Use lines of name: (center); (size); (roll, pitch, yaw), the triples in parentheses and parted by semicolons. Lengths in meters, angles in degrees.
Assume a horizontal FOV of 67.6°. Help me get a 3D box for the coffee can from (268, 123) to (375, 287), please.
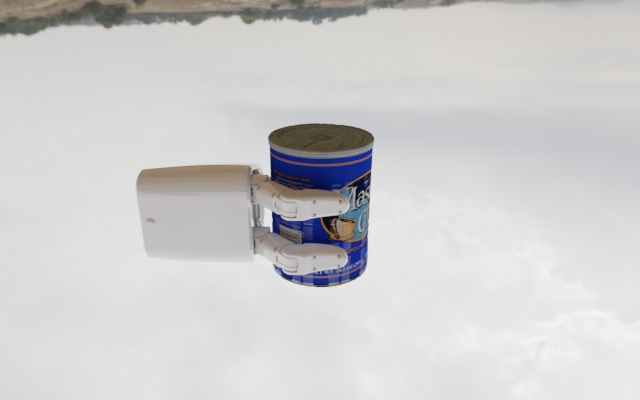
coffee can: (0.000, 0.001, 0.487); (0.103, 0.140, 0.102); (1, 23, 0)
